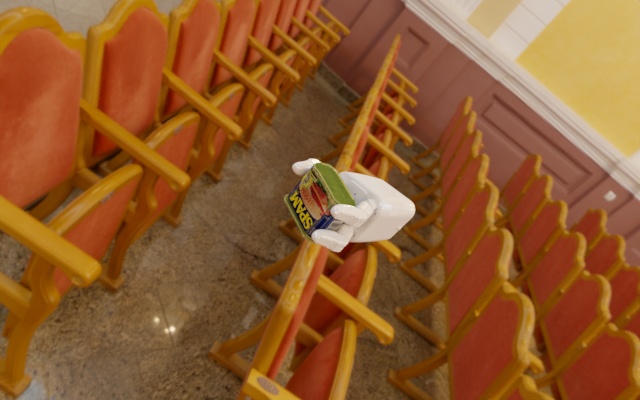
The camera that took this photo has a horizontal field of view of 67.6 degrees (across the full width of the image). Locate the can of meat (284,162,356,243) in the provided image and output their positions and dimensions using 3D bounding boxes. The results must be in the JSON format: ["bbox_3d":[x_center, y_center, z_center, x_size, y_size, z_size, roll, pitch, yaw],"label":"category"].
[{"bbox_3d":[0.000,0.002,0.752,0.057,0.102,0.084,8,-47,-44],"label":"can of meat"}]
